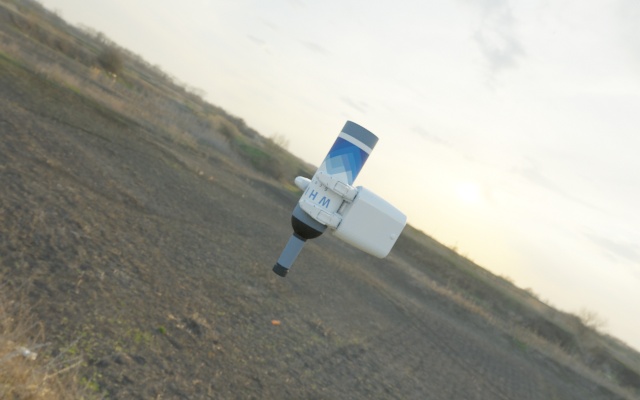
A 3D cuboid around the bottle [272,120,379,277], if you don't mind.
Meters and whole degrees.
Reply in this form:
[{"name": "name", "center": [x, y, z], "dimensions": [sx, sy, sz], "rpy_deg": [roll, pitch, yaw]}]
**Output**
[{"name": "bottle", "center": [0.000, 0.002, 0.840], "dimensions": [0.069, 0.296, 0.069], "rpy_deg": [30, 2, -1]}]
